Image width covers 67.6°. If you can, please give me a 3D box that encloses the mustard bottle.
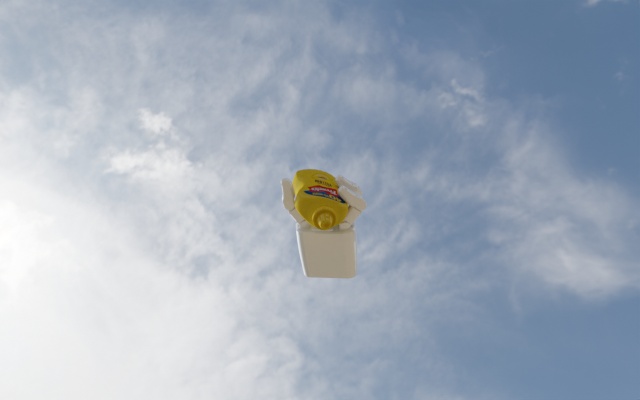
[{"bbox_3d":[0.000,0.002,0.870,0.096,0.058,0.191,16,22,-12],"label":"mustard bottle"}]
